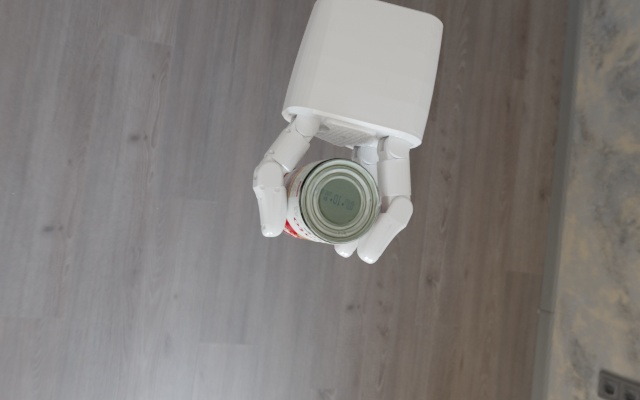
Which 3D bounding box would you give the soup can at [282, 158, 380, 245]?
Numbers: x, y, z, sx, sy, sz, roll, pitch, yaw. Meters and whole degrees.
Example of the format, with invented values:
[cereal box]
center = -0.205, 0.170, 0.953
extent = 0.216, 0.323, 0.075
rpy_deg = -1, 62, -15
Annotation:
[soup can]
center = 0.000, 0.002, 0.407
extent = 0.068, 0.068, 0.102
rpy_deg = 0, -1, -19
